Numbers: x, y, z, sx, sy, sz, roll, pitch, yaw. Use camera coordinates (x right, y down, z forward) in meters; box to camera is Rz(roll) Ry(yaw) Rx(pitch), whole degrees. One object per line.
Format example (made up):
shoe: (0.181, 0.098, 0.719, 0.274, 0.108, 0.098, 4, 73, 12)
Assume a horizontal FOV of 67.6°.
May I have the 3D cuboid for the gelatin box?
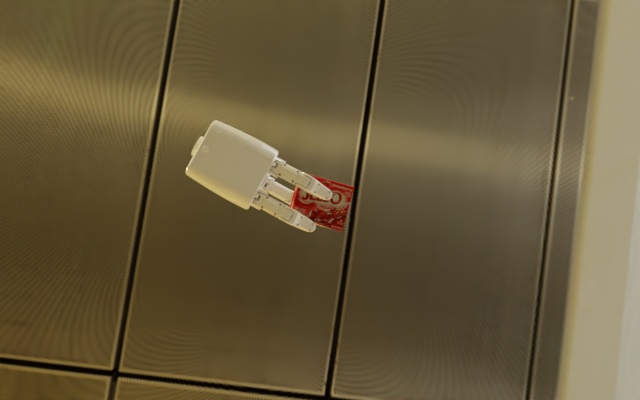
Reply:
gelatin box: (0.000, 0.003, 0.745, 0.089, 0.073, 0.030, 15, -2, -13)
